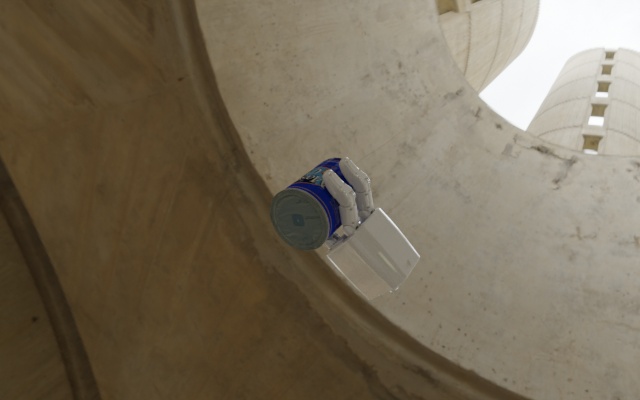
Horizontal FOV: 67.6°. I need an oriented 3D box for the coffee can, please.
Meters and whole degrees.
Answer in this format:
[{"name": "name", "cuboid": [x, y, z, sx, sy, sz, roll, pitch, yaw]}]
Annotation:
[{"name": "coffee can", "cuboid": [0.000, 0.002, 0.766, 0.103, 0.103, 0.140, 0, 24, 33]}]
